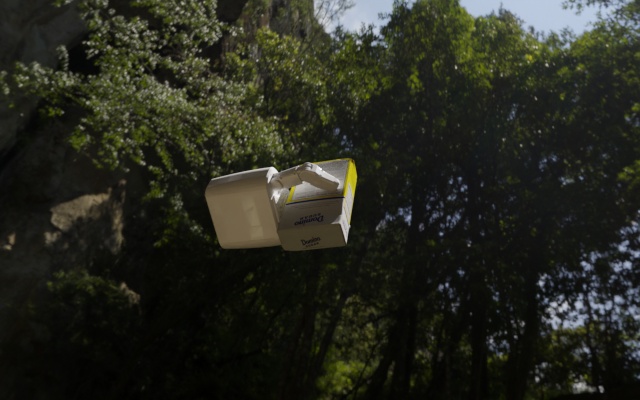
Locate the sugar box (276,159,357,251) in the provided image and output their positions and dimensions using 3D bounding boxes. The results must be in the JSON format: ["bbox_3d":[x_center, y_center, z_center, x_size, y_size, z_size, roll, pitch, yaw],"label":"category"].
[{"bbox_3d":[0.000,0.003,0.715,0.093,0.048,0.176,-7,36,16],"label":"sugar box"}]
